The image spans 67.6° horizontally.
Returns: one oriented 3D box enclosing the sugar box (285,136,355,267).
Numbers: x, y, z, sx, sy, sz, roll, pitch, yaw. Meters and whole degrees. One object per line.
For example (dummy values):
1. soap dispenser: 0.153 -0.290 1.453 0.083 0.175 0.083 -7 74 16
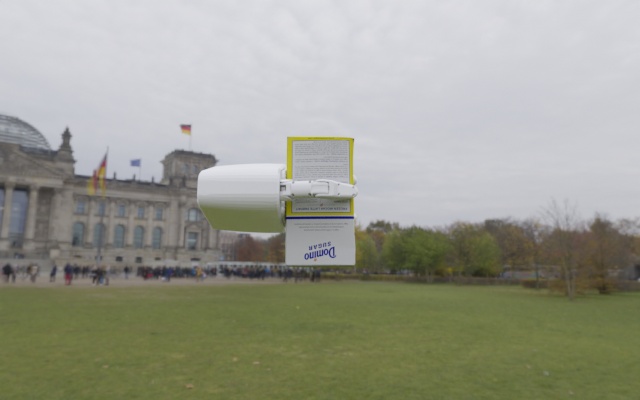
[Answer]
1. sugar box: 0.000 0.002 0.650 0.093 0.176 0.048 0 -8 2
